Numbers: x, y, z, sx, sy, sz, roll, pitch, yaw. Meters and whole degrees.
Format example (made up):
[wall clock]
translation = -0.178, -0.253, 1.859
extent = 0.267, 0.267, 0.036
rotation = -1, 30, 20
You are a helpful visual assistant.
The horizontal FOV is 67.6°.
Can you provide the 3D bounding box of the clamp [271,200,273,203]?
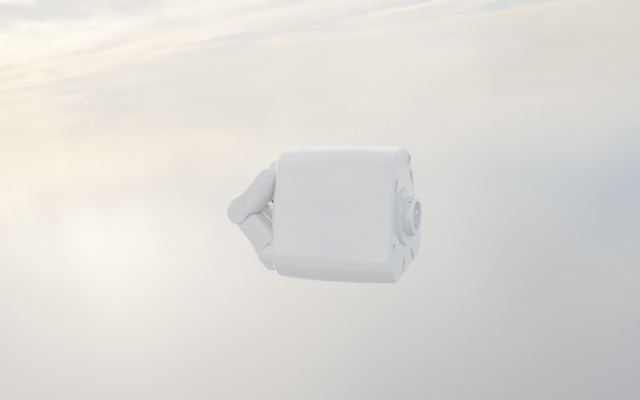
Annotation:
[clamp]
translation = 0.000, 0.001, 0.538
extent = 0.120, 0.039, 0.171
rotation = 3, 18, 26
